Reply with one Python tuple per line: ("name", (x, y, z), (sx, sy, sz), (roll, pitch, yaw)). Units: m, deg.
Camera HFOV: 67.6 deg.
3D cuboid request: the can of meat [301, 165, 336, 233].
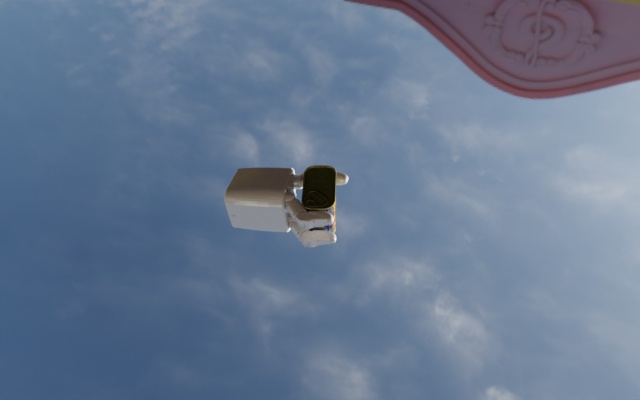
("can of meat", (0.000, 0.003, 0.848), (0.057, 0.102, 0.084), (0, -41, 4))
